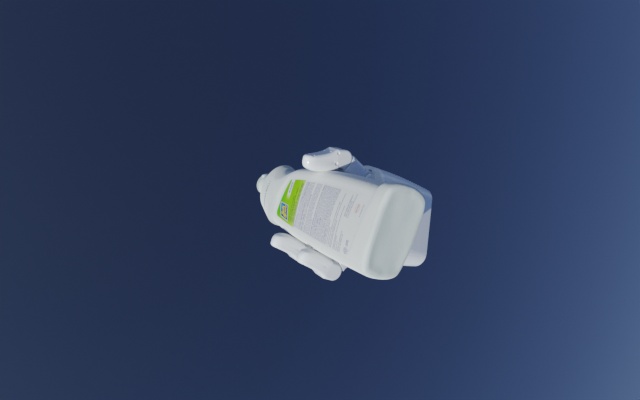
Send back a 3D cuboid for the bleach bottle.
[{"bbox_3d":[0.000,0.002,0.562,0.068,0.102,0.250,16,5,-39],"label":"bleach bottle"}]
